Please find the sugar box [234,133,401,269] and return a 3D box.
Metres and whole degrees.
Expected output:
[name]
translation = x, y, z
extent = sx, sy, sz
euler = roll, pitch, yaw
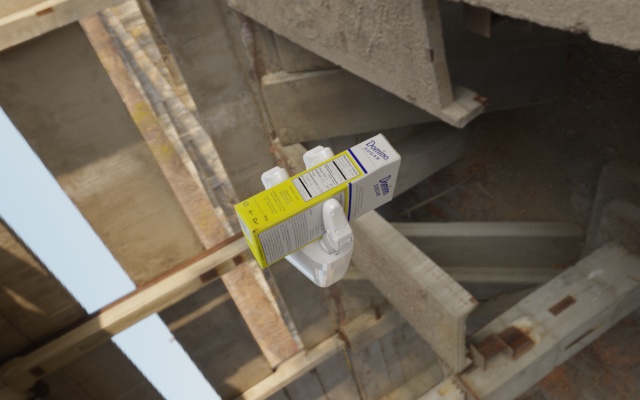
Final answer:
[sugar box]
translation = 0.000, 0.001, 0.523
extent = 0.176, 0.048, 0.093
euler = -29, -26, -15
